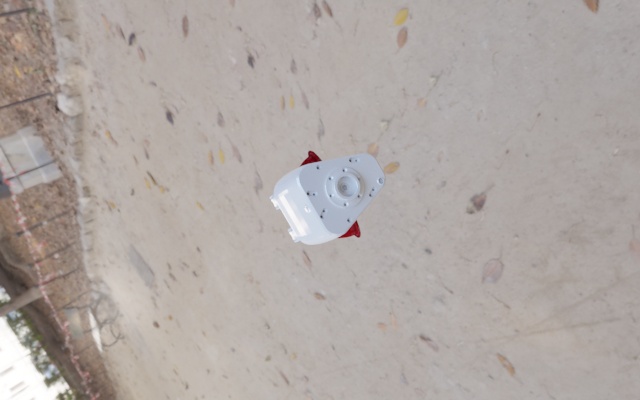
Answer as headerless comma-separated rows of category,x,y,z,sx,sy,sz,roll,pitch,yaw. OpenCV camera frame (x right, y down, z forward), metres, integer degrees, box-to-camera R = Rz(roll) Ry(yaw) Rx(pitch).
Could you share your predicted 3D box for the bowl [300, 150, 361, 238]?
bowl,0.000,0.003,0.769,0.055,0.162,0.162,-30,3,-6
